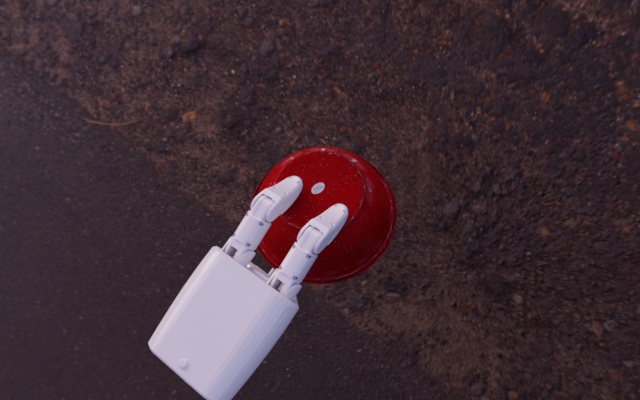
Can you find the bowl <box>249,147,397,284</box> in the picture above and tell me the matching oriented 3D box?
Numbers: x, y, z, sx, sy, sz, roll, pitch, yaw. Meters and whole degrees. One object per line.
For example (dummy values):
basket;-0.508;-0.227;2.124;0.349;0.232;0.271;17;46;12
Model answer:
bowl;0.001;0.000;0.496;0.162;0.162;0.055;0;-26;5
